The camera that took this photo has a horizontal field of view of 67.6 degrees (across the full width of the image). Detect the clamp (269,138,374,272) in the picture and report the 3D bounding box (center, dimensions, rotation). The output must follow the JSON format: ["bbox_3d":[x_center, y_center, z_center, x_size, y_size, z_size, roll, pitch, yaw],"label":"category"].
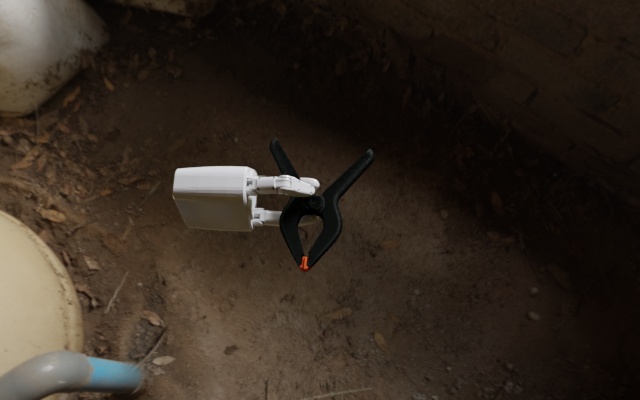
[{"bbox_3d":[0.000,0.003,0.722,0.164,0.210,0.036,0,-18,3],"label":"clamp"}]
